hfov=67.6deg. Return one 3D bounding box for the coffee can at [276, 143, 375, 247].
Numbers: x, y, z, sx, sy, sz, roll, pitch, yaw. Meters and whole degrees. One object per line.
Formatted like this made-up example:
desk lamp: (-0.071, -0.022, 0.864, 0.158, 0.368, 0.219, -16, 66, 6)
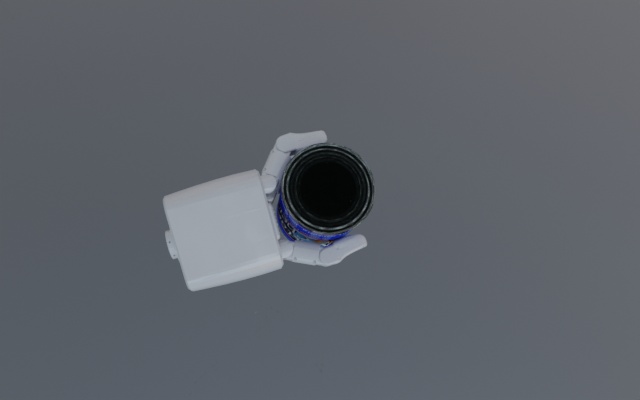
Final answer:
coffee can: (0.000, 0.002, 0.577, 0.103, 0.102, 0.140, 0, -13, -8)
